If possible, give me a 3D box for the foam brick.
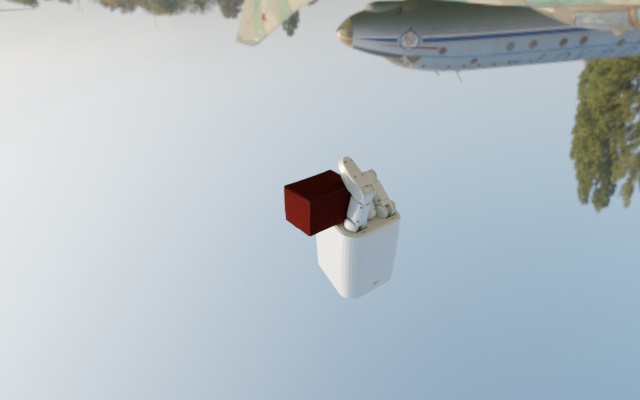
[{"bbox_3d":[0.000,0.002,0.600,0.078,0.051,0.053,-21,37,-35],"label":"foam brick"}]
